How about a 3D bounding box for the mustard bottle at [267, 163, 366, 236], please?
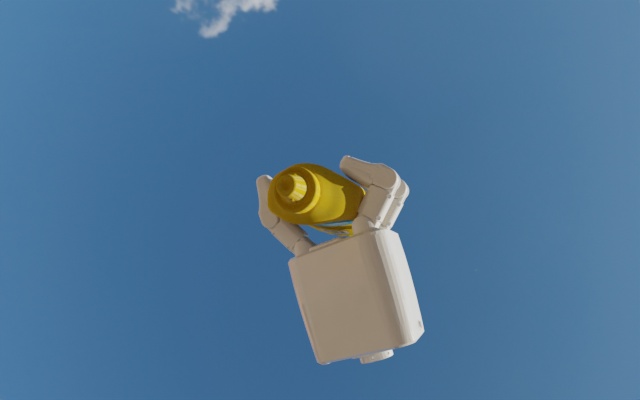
[{"bbox_3d":[0.000,0.001,0.485,0.096,0.058,0.191,6,-6,19],"label":"mustard bottle"}]
